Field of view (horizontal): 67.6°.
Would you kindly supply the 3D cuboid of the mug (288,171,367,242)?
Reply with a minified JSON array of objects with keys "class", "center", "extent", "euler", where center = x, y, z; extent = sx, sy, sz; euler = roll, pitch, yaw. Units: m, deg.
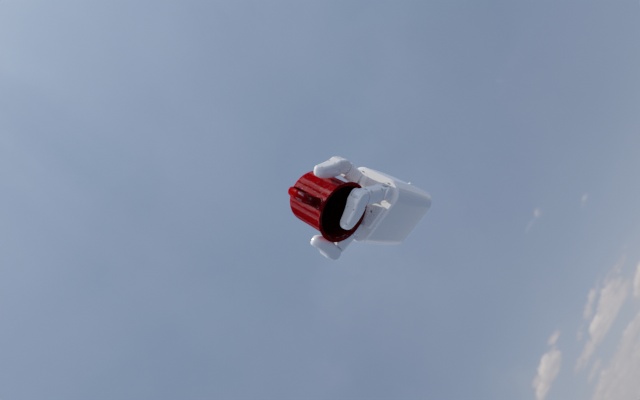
[{"class":"mug","center":[-0.001,0.002,0.704],"extent":[0.117,0.093,0.081],"euler":[14,10,-45]}]
